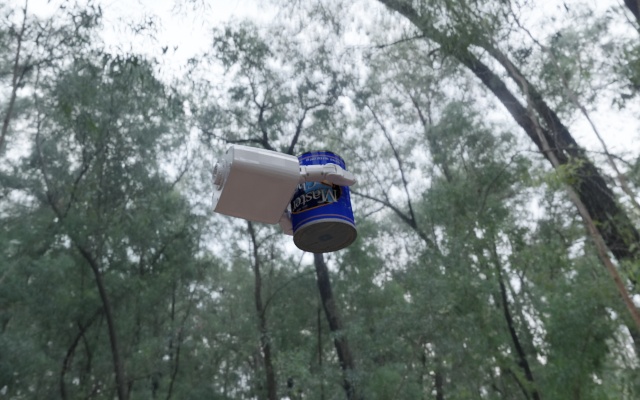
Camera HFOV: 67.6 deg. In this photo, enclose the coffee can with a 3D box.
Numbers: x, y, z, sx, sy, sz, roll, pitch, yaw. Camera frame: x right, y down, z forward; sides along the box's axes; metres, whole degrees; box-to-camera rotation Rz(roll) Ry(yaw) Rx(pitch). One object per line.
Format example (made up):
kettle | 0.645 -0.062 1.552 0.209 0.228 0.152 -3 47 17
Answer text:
coffee can | 0.000 0.003 0.791 0.103 0.140 0.103 -5 -33 -3
